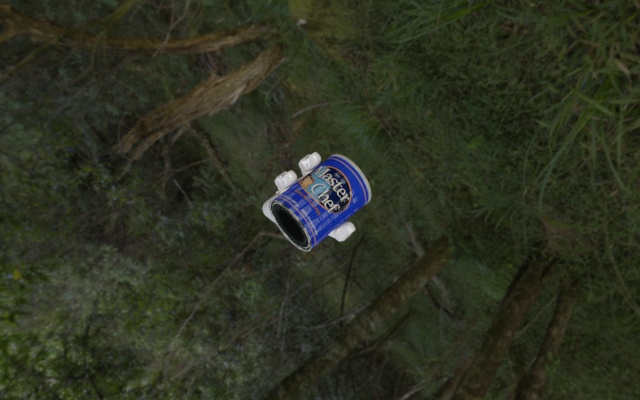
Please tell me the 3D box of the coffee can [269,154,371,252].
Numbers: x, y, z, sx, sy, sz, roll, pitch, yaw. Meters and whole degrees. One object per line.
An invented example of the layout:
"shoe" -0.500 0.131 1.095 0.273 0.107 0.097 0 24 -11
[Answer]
"coffee can" 0.000 0.003 0.794 0.140 0.103 0.103 -38 17 -23
